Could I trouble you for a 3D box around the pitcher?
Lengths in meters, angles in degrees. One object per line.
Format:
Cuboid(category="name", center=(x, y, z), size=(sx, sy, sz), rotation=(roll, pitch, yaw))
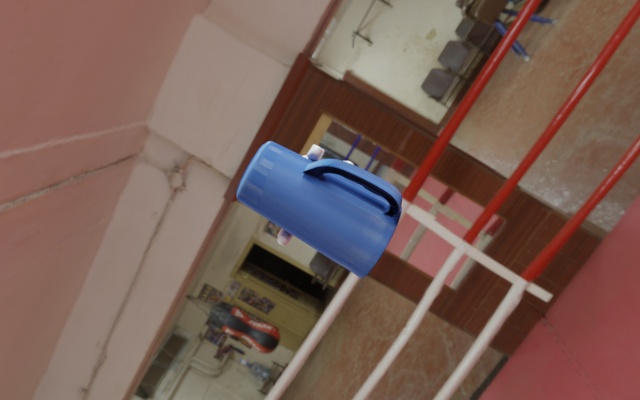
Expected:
Cuboid(category="pitcher", center=(0.000, 0.002, 0.748), size=(0.243, 0.149, 0.145), rotation=(29, 2, -3))
